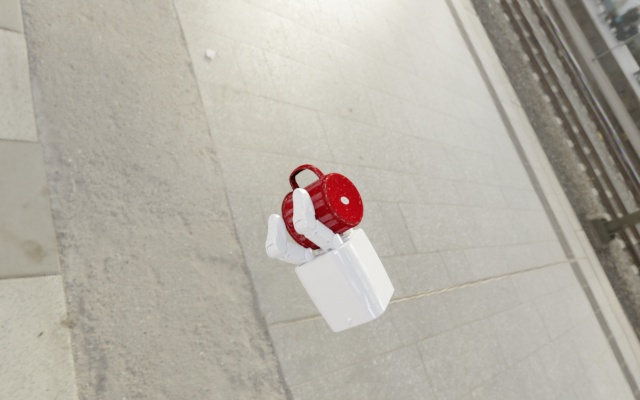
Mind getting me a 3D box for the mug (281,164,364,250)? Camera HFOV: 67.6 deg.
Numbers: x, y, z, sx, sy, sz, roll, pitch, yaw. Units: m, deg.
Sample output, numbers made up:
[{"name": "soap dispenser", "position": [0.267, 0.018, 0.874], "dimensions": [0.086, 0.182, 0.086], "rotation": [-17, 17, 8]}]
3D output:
[{"name": "mug", "position": [0.000, 0.001, 0.668], "dimensions": [0.081, 0.117, 0.093], "rotation": [-29, 0, 37]}]
